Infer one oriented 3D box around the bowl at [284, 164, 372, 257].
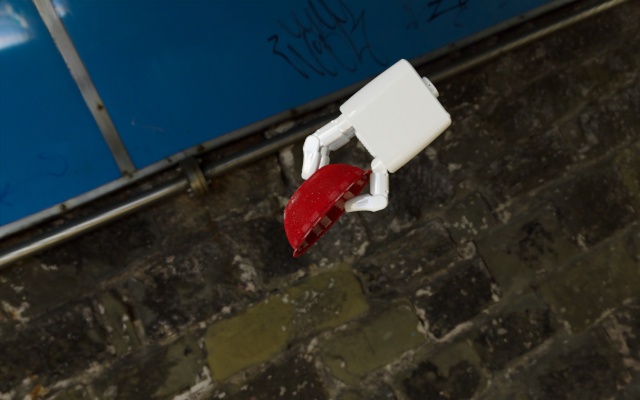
[{"bbox_3d":[-0.001,0.003,0.665,0.055,0.162,0.162,42,7,9],"label":"bowl"}]
